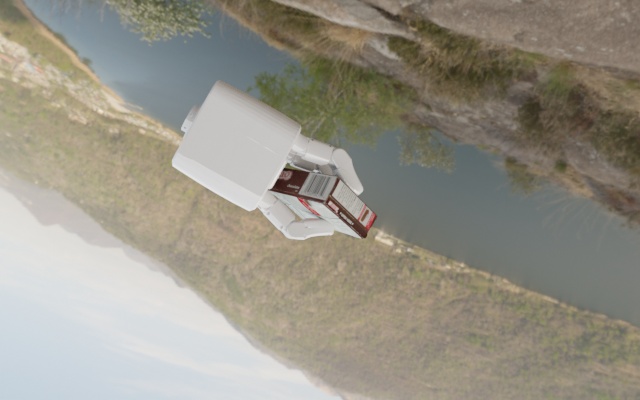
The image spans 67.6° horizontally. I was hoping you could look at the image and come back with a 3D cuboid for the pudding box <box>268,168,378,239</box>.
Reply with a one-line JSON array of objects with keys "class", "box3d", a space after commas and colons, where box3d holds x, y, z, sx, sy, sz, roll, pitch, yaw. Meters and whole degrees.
[{"class": "pudding box", "box3d": [0.000, 0.002, 0.587, 0.113, 0.039, 0.090, 15, -19, 47]}]
